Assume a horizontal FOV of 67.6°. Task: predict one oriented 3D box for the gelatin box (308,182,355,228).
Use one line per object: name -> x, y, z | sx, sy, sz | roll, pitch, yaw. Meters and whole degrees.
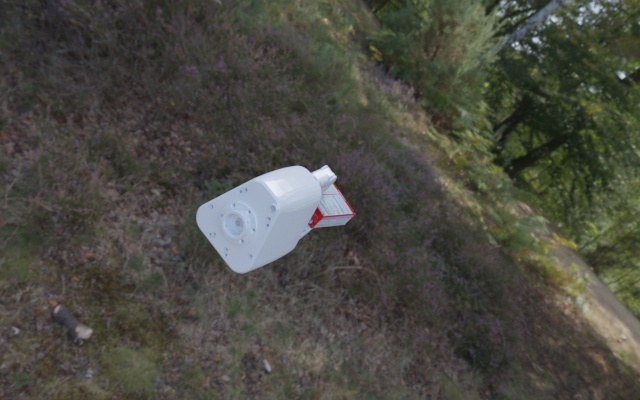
gelatin box -> 0.001, 0.002, 0.692 | 0.030, 0.073, 0.089 | -45, -23, 28
